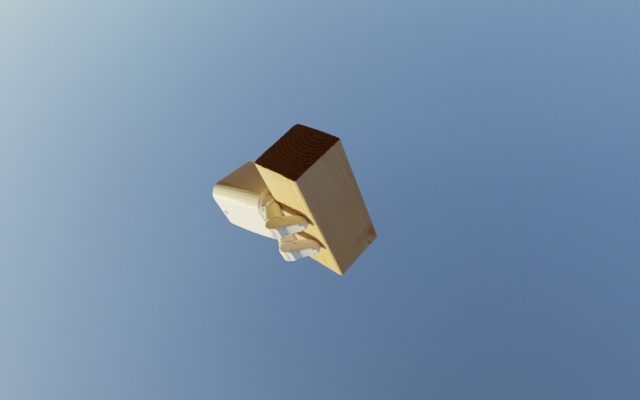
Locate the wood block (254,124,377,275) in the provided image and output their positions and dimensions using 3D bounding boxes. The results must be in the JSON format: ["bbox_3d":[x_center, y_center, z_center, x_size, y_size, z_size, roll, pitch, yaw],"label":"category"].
[{"bbox_3d":[0.000,0.002,0.701,0.090,0.090,0.206,26,-27,40],"label":"wood block"}]
